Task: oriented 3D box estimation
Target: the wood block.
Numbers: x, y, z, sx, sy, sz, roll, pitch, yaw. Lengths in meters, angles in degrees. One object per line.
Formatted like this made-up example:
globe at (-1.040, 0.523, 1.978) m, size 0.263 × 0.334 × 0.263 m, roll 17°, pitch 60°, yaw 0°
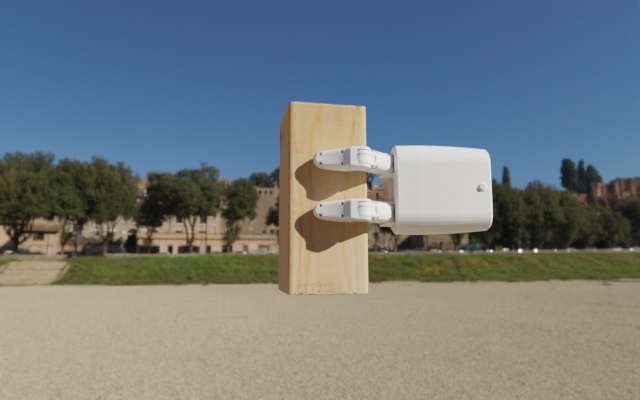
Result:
wood block at (0.000, 0.002, 0.553) m, size 0.090 × 0.206 × 0.091 m, roll 1°, pitch -7°, yaw -11°
